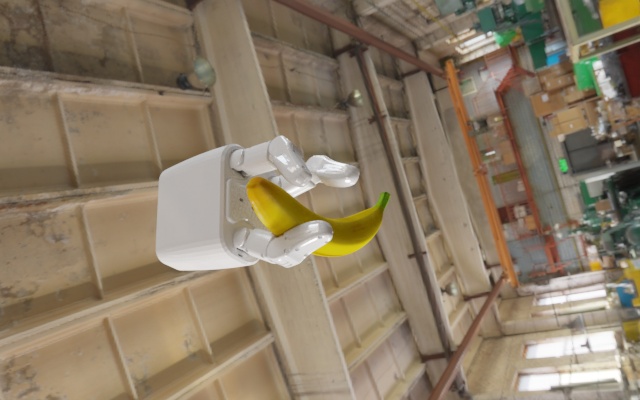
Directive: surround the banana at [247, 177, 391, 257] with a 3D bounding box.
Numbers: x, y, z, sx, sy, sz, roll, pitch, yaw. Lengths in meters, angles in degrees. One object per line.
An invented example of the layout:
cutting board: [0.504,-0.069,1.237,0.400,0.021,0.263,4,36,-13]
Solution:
banana: [0.003,0.020,0.462,0.037,0.069,0.198,-5,-6,40]
